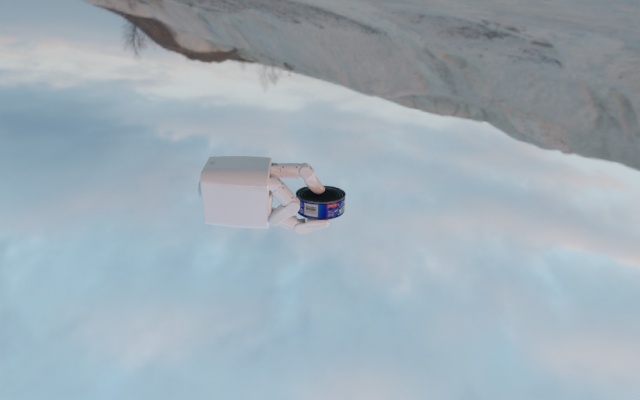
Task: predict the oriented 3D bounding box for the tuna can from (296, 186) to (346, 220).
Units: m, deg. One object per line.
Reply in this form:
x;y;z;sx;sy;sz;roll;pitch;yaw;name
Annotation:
0.000;0.003;0.822;0.086;0.034;0.086;1;21;0;tuna can
